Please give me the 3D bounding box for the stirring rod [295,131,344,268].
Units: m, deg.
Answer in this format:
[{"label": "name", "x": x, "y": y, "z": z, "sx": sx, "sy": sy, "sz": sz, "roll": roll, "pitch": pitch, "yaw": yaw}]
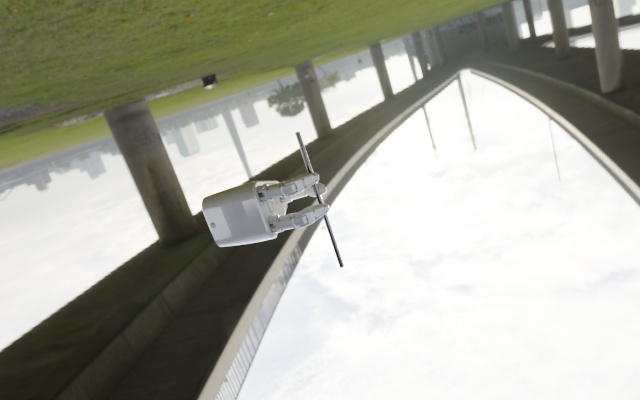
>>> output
[{"label": "stirring rod", "x": 0.000, "y": 0.002, "z": 0.783, "sx": 0.011, "sy": 0.239, "sz": 0.011, "roll": -17, "pitch": 15, "yaw": 5}]
